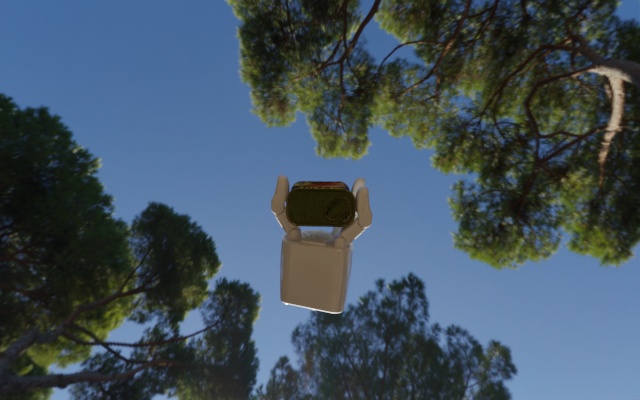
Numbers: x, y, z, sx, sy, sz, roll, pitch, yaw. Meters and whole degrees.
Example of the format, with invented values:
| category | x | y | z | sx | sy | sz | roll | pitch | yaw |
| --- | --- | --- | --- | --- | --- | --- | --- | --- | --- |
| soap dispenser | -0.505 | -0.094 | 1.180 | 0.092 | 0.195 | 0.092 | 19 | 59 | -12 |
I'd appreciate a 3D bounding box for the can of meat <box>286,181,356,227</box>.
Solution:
| category | x | y | z | sx | sy | sz | roll | pitch | yaw |
| --- | --- | --- | --- | --- | --- | --- | --- | --- | --- |
| can of meat | 0.000 | 0.002 | 0.735 | 0.102 | 0.057 | 0.084 | 1 | 12 | -1 |
